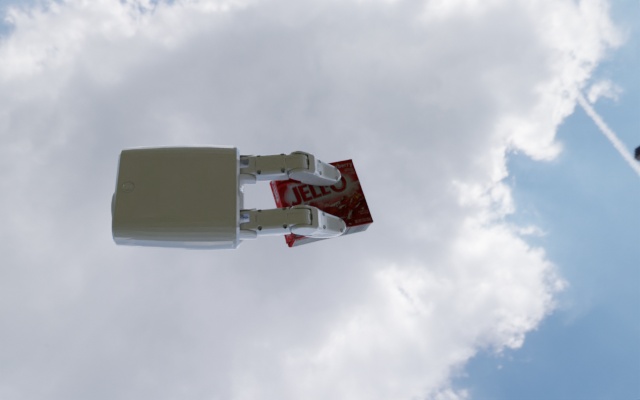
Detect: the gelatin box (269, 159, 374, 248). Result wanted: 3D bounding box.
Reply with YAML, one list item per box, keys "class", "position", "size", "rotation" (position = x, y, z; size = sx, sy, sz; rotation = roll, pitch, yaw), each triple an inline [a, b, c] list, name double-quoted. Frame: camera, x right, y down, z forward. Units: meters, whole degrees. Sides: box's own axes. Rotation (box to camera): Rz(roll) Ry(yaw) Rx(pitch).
- class: "gelatin box"
  position: [0.000, 0.002, 0.484]
  size: [0.089, 0.073, 0.030]
  rotation: [-11, -20, -19]
